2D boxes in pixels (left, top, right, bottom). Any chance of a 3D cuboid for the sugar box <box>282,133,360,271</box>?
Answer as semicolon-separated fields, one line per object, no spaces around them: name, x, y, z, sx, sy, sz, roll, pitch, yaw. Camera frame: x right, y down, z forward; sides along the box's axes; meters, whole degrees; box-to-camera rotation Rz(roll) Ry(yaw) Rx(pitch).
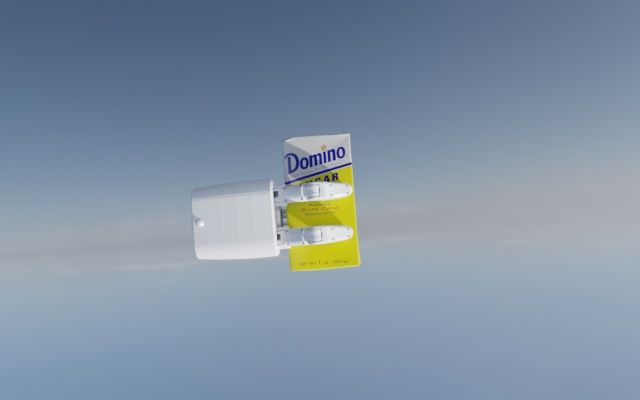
sugar box;0.000;0.002;0.637;0.093;0.176;0.048;-5;-3;1
